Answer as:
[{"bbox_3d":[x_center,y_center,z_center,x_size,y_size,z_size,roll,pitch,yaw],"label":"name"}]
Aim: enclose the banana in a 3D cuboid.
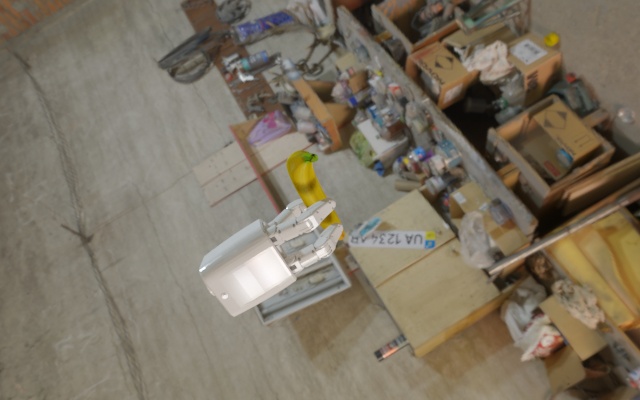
[{"bbox_3d":[-0.010,-0.011,0.695,0.037,0.069,0.198,-34,-38,-8],"label":"banana"}]
